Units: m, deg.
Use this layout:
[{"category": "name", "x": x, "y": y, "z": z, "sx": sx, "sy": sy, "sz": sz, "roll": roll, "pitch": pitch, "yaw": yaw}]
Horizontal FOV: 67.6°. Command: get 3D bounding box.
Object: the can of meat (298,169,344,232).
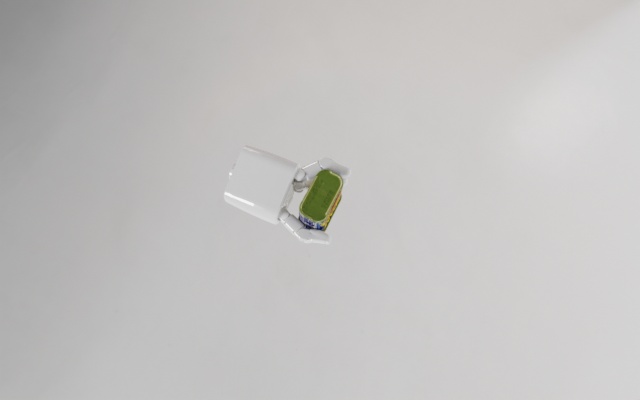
[{"category": "can of meat", "x": 0.000, "y": 0.003, "z": 0.853, "sx": 0.057, "sy": 0.102, "sz": 0.084, "roll": 26, "pitch": -17, "yaw": 6}]
